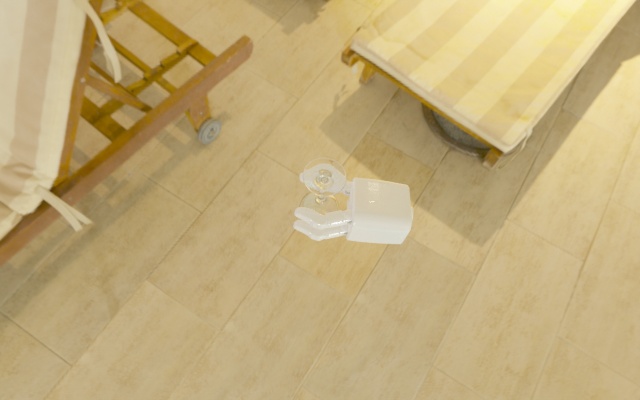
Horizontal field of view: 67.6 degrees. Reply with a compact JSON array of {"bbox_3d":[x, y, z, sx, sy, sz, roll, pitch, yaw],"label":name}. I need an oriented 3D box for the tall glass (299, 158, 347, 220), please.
[{"bbox_3d":[0.000,0.003,0.890,0.079,0.079,0.201,0,-25,-5],"label":"tall glass"}]
